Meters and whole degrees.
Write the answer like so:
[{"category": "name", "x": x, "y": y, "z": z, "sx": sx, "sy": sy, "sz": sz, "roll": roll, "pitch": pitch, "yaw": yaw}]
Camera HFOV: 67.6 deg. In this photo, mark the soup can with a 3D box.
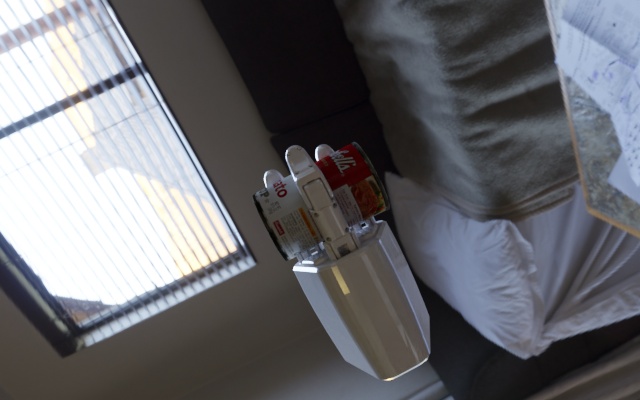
[{"category": "soup can", "x": 0.000, "y": 0.001, "z": 0.422, "sx": 0.102, "sy": 0.068, "sz": 0.068, "roll": -27, "pitch": 1, "yaw": -2}]
